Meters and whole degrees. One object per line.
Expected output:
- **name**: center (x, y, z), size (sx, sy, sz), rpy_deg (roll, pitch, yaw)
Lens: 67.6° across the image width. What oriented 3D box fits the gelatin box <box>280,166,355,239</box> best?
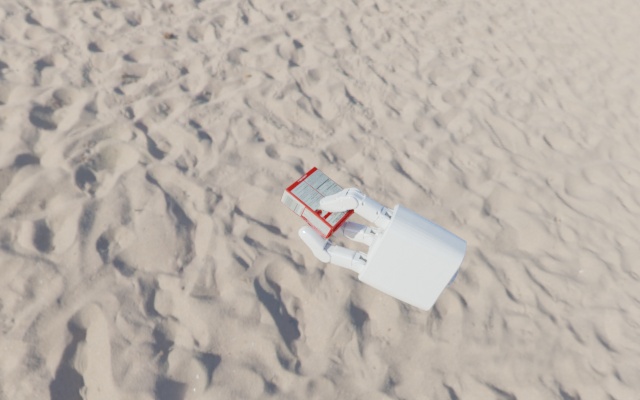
- **gelatin box**: center (0.000, 0.002, 0.675), size (0.073, 0.089, 0.030), rpy_deg (-42, -13, -42)
